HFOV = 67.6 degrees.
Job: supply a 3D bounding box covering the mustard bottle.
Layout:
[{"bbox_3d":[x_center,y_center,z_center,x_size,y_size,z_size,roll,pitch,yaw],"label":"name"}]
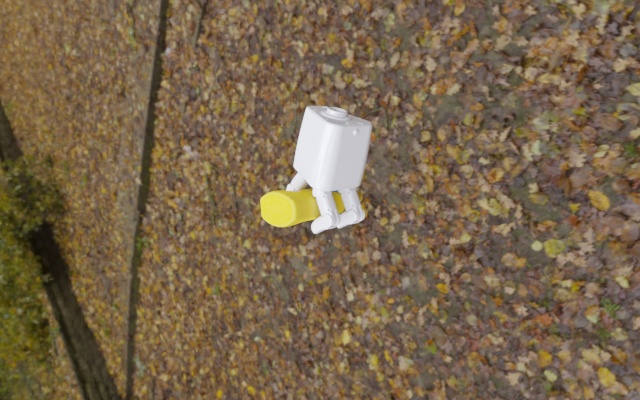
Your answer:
[{"bbox_3d":[0.000,0.003,0.815,0.191,0.058,0.096,-9,6,-40],"label":"mustard bottle"}]
